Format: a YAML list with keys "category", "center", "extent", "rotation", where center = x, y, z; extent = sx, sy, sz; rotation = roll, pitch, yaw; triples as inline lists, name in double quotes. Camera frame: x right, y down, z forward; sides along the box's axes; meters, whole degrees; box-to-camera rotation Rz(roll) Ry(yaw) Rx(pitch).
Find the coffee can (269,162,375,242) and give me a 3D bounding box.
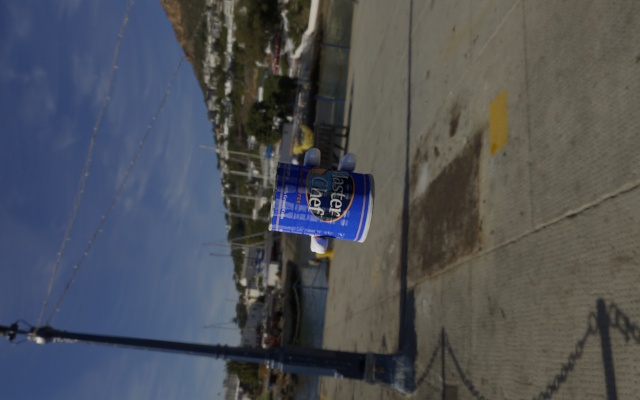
- category: "coffee can"
  center: [0.000, 0.002, 0.705]
  extent: [0.140, 0.103, 0.103]
  rotation: [8, -1, -5]
